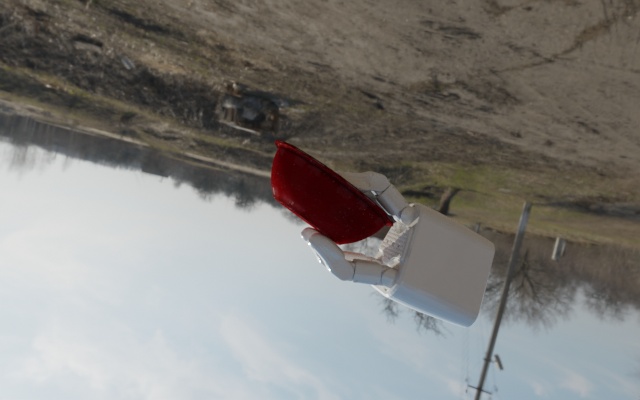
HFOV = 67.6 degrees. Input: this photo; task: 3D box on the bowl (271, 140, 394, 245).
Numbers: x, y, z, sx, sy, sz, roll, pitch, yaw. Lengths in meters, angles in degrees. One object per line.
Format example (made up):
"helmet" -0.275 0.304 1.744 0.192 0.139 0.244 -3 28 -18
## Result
"bowl" -0.001 0.001 0.534 0.162 0.055 0.162 36 -4 3
